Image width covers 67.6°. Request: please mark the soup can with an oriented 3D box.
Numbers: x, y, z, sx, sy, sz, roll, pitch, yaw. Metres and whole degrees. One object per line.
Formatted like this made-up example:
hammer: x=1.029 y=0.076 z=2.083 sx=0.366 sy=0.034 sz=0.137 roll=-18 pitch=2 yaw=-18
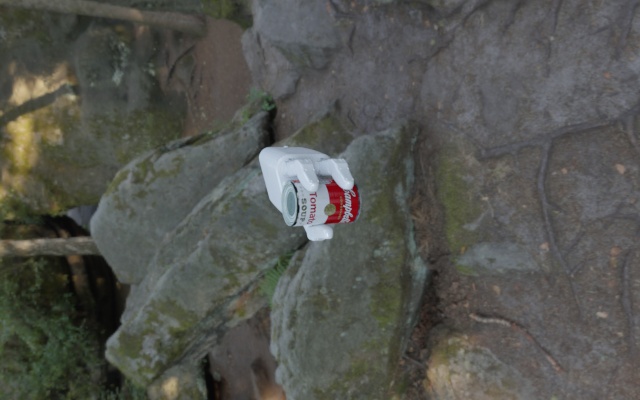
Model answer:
soup can: x=0.000 y=0.003 z=0.709 sx=0.102 sy=0.068 sz=0.068 roll=-3 pitch=1 yaw=-24
